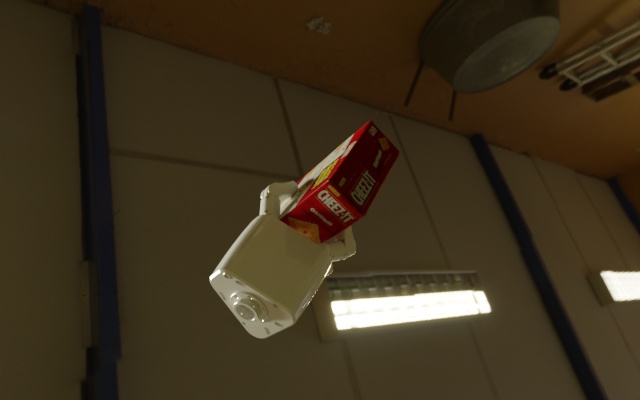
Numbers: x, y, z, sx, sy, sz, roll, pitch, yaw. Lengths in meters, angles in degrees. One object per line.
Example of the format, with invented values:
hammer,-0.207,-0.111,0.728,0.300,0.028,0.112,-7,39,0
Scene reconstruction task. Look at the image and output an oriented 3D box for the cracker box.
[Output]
cracker box,0.000,0.002,0.685,0.214,0.072,0.164,-37,13,41
